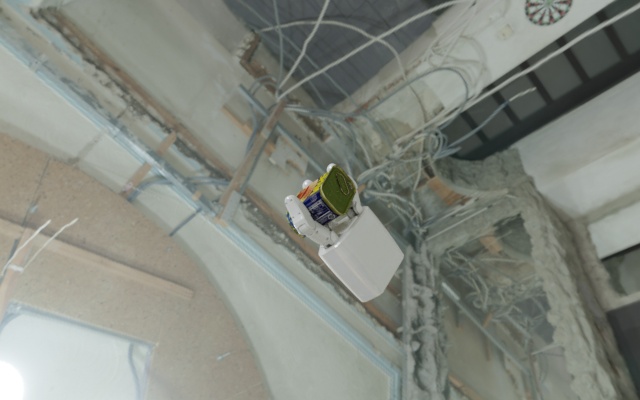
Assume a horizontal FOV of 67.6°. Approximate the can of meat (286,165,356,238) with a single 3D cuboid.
[{"bbox_3d":[0.000,0.003,0.744,0.084,0.057,0.102,-34,14,30],"label":"can of meat"}]
